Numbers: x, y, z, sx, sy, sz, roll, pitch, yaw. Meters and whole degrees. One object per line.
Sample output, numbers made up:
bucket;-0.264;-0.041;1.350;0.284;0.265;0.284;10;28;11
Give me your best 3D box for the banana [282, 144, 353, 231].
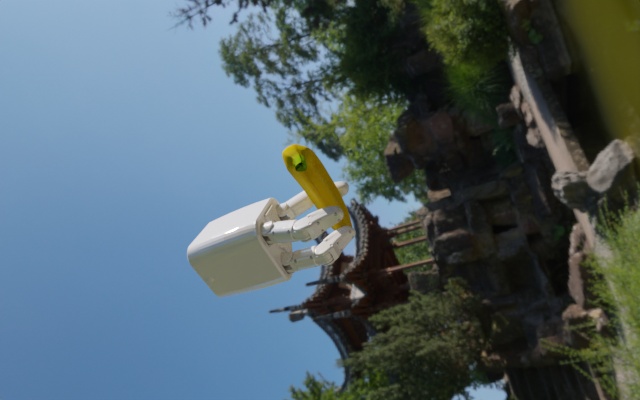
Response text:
banana;-0.005;-0.015;0.584;0.037;0.069;0.198;-20;-31;12
